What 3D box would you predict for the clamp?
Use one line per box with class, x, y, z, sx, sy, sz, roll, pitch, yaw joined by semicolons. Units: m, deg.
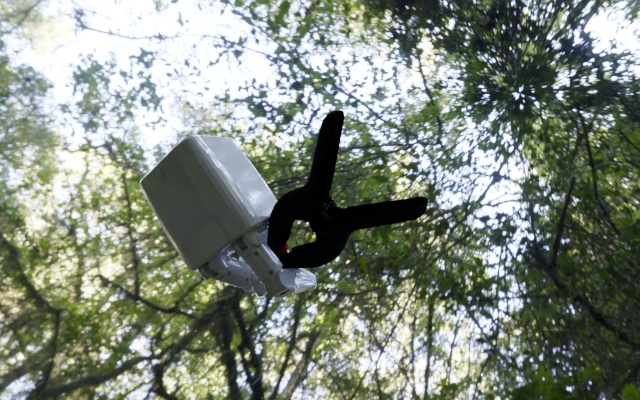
clamp;0.000;0.001;0.450;0.171;0.120;0.039;-34;-3;25
